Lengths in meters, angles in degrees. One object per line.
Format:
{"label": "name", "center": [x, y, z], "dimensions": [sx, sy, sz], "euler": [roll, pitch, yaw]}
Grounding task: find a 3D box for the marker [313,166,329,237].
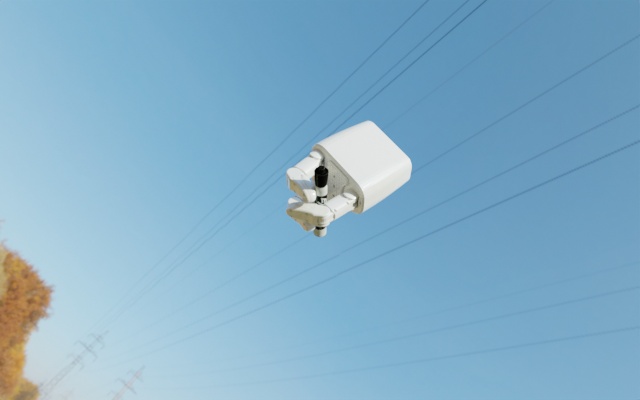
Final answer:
{"label": "marker", "center": [0.000, 0.002, 0.641], "dimensions": [0.020, 0.121, 0.020], "euler": [1, 44, -1]}
